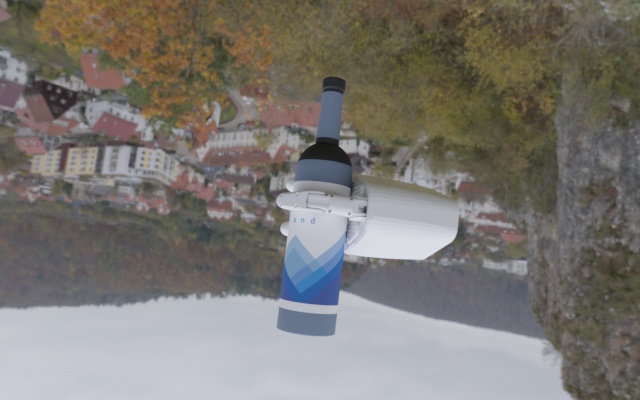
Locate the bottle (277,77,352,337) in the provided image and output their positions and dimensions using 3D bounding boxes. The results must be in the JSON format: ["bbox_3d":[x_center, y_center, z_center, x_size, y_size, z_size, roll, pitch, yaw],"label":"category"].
[{"bbox_3d":[0.000,0.002,0.555,0.069,0.295,0.069,6,-6,1],"label":"bottle"}]
